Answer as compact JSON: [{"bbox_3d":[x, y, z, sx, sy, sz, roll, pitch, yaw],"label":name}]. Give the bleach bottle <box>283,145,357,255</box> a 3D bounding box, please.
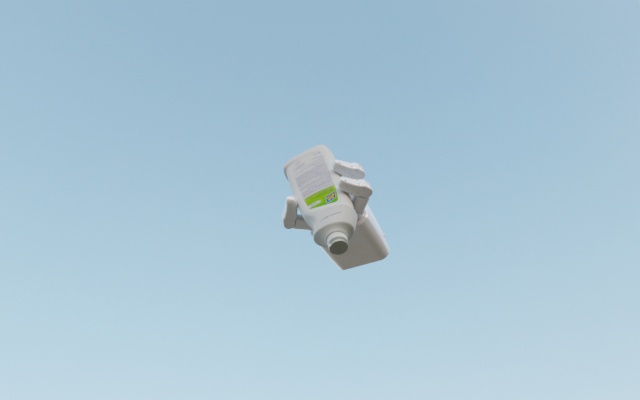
[{"bbox_3d":[0.000,0.003,0.806,0.102,0.068,0.250,-29,35,10],"label":"bleach bottle"}]
